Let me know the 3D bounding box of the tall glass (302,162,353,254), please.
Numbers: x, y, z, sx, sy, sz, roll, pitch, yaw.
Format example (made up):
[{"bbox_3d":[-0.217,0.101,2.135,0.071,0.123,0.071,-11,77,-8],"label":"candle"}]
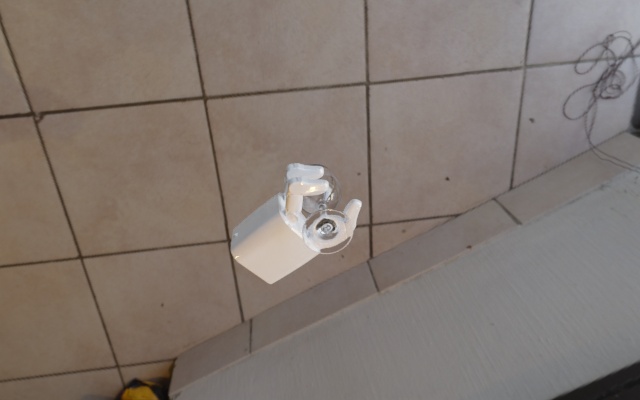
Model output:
[{"bbox_3d":[0.000,0.003,0.772,0.079,0.079,0.201,0,26,-6],"label":"tall glass"}]
